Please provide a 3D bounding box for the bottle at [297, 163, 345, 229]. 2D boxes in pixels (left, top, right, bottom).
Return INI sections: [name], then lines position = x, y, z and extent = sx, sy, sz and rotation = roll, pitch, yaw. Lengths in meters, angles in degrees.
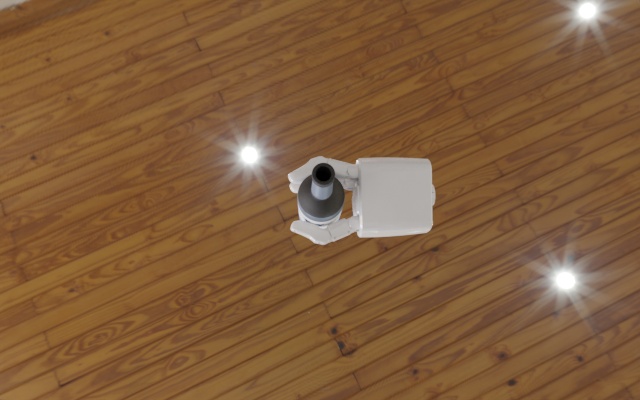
[bottle]
position = 0.000, 0.002, 0.699
extent = 0.069, 0.069, 0.296
rotation = 0, -13, -1
